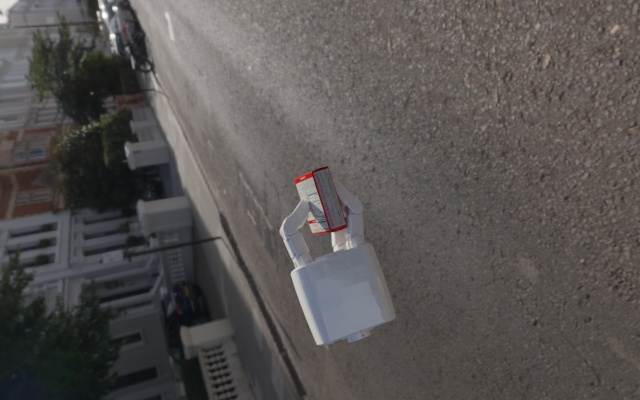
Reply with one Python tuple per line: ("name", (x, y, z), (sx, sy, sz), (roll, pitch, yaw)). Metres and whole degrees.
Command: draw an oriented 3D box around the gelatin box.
("gelatin box", (0.000, 0.002, 0.674), (0.030, 0.089, 0.073), (-19, 1, -22))
